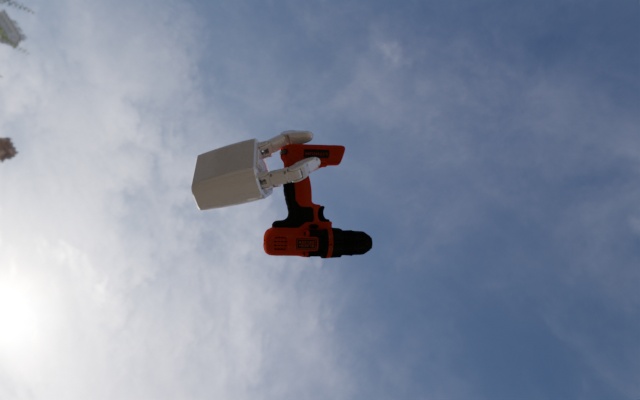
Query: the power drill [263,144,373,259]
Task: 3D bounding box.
[{"bbox_3d":[0.000,0.002,0.788,0.184,0.187,0.057,1,1,-15],"label":"power drill"}]
